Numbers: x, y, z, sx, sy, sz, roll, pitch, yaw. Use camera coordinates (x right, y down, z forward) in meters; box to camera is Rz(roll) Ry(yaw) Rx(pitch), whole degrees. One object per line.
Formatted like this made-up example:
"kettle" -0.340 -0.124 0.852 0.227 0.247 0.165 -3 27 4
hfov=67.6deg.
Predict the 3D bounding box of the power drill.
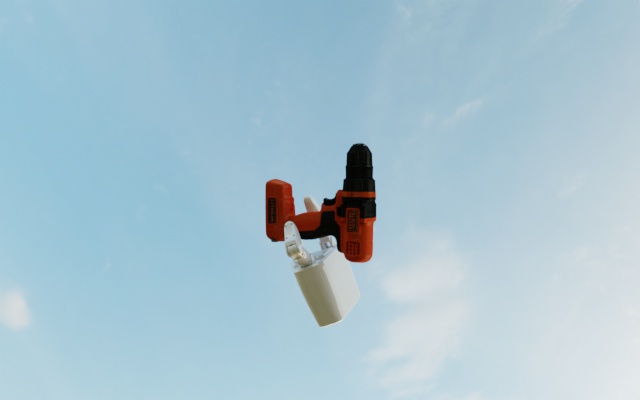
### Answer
"power drill" 0.000 0.003 0.768 0.187 0.184 0.057 2 1 31
